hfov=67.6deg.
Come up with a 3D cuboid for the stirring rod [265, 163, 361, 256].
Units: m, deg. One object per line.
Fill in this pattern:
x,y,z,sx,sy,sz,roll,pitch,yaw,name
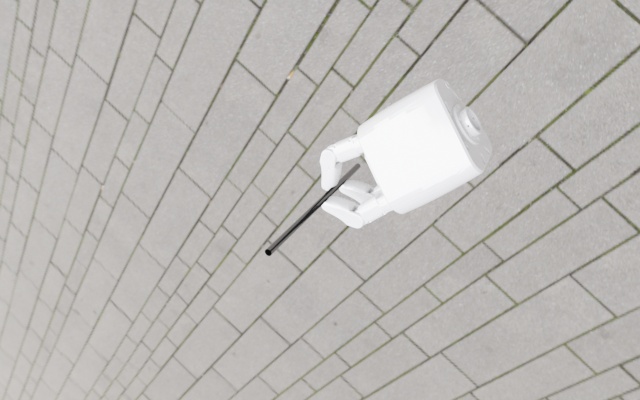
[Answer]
0.000,0.002,0.573,0.011,0.011,0.239,0,25,29,stirring rod
